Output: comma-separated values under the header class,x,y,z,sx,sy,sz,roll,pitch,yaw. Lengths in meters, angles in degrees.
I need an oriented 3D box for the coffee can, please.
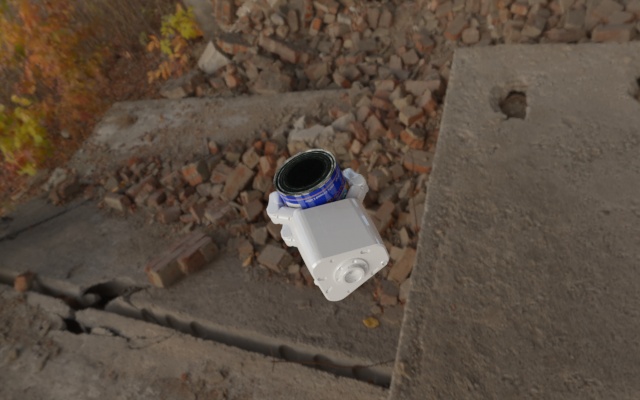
class,x,y,z,sx,sy,sz,roll,pitch,yaw
coffee can,0.000,0.002,0.768,0.103,0.102,0.140,0,-43,29
